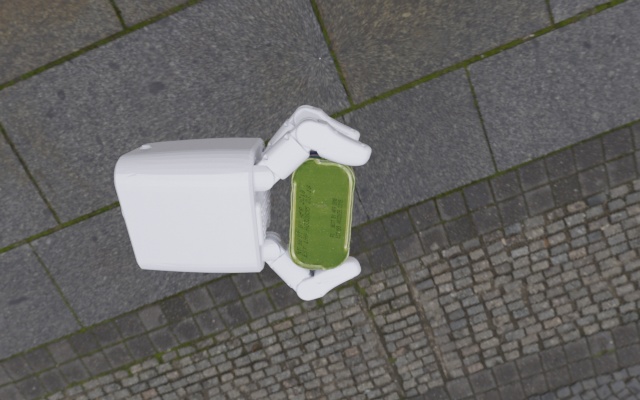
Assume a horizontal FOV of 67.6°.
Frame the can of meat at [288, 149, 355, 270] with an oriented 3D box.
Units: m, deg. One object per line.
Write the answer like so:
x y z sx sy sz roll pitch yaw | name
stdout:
0.000 0.002 0.426 0.057 0.102 0.084 3 17 -1 | can of meat
